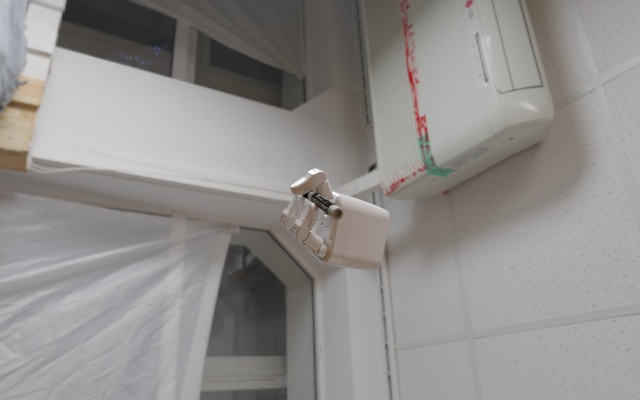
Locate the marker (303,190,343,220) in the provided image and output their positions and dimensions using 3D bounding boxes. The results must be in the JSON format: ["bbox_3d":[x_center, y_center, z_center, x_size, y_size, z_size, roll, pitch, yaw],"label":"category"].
[{"bbox_3d":[0.000,0.002,0.731,0.020,0.020,0.121,0,16,-25],"label":"marker"}]
